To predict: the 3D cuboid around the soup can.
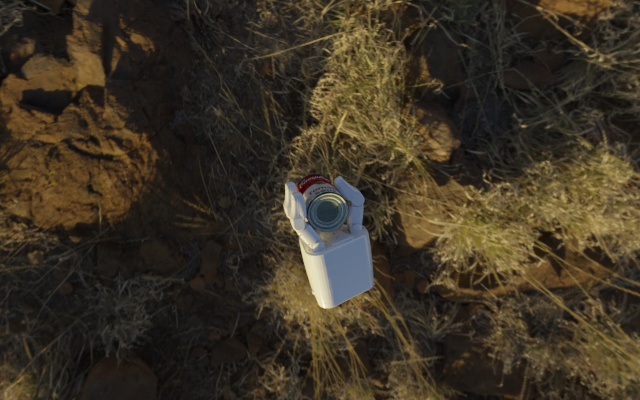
[{"bbox_3d":[0.000,0.002,0.777,0.068,0.068,0.102,0,19,-14],"label":"soup can"}]
